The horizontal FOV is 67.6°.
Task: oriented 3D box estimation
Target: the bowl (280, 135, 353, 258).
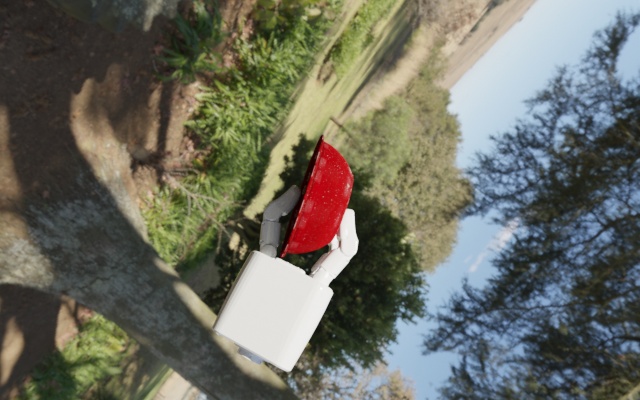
[{"bbox_3d":[0.001,0.001,0.600,0.055,0.162,0.162,18,-2,-5],"label":"bowl"}]
